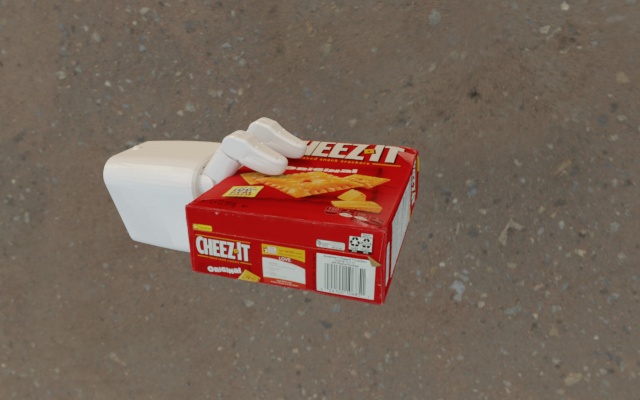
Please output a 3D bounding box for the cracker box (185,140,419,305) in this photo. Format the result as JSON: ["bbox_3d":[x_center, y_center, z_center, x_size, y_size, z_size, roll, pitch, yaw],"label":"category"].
[{"bbox_3d":[0.000,0.002,0.456,0.164,0.072,0.213,7,24,16],"label":"cracker box"}]
